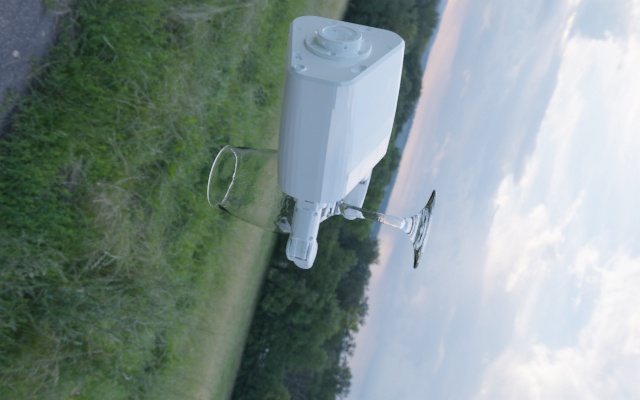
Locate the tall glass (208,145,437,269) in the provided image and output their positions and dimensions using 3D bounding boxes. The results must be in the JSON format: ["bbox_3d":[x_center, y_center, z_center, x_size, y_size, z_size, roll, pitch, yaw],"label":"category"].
[{"bbox_3d":[0.001,0.002,0.446,0.201,0.079,0.079,14,2,8],"label":"tall glass"}]
